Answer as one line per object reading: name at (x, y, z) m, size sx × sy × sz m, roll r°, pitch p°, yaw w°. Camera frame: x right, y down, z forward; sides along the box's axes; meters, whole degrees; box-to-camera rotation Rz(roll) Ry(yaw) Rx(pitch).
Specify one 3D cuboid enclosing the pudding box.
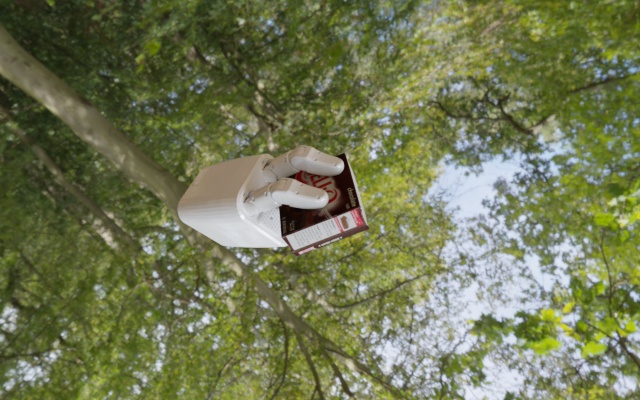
pudding box at (0.000, 0.002, 0.541) m, size 0.090 × 0.039 × 0.113 m, roll -22°, pitch 38°, yaw 8°
